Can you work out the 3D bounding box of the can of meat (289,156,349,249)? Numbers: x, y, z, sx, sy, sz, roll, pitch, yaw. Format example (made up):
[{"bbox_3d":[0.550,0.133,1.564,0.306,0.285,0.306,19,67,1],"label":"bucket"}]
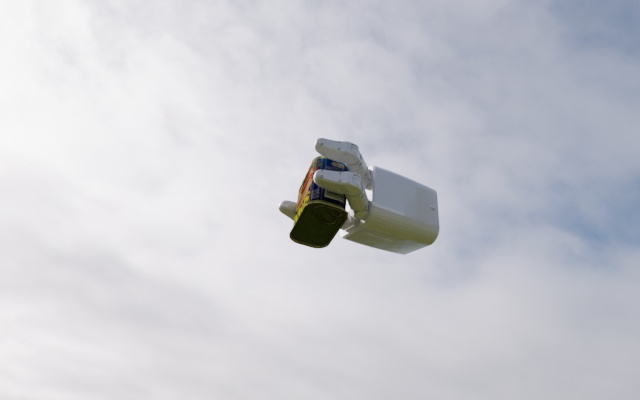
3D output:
[{"bbox_3d":[0.000,0.002,0.645,0.057,0.084,0.102,16,-38,-12],"label":"can of meat"}]
